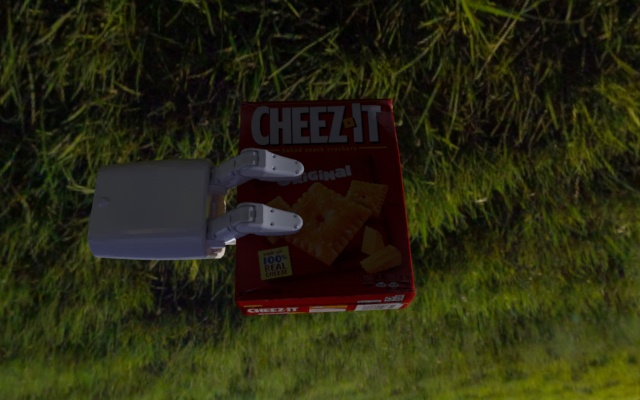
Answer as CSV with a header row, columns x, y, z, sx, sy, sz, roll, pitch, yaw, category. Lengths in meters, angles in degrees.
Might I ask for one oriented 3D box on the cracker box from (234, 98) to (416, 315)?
x,y,z,sx,sy,sz,roll,pitch,yaw,category
0.000,0.002,0.484,0.164,0.213,0.072,-2,-23,-2,cracker box
